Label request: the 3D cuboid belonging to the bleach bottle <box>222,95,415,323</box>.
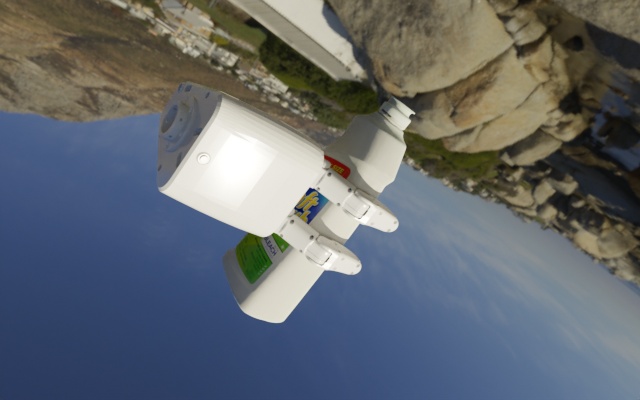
[{"bbox_3d":[0.000,0.002,0.484,0.068,0.251,0.102,27,18,-37],"label":"bleach bottle"}]
